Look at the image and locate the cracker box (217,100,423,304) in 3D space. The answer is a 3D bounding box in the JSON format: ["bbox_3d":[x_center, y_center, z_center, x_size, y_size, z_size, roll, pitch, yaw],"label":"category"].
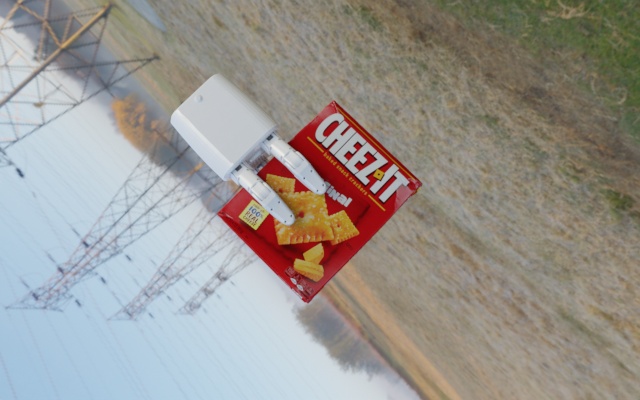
[{"bbox_3d":[0.000,0.002,0.628,0.164,0.213,0.072,44,-6,6],"label":"cracker box"}]
